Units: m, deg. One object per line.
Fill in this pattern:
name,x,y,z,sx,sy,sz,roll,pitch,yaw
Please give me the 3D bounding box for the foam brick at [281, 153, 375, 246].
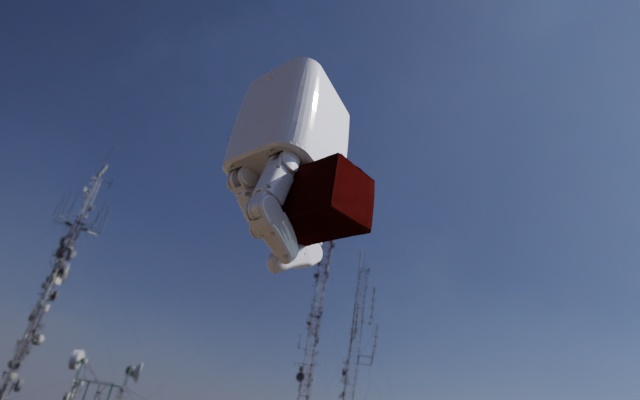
foam brick,0.000,0.001,0.408,0.078,0.051,0.053,-15,-37,40
